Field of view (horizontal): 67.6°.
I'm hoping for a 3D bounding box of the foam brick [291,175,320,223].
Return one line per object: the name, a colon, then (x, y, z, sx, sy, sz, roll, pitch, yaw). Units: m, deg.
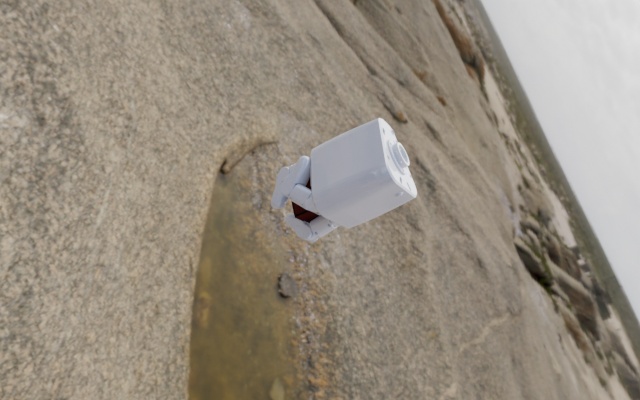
foam brick: (0.000, 0.002, 0.680, 0.051, 0.053, 0.078, -25, -28, 24)
